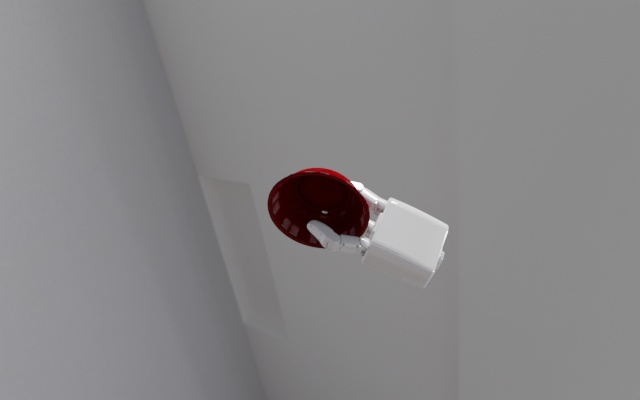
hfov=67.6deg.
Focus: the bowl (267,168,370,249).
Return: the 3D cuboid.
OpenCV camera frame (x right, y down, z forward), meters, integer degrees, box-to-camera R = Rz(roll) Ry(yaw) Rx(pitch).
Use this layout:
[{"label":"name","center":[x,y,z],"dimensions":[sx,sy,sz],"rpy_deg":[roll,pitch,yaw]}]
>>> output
[{"label":"bowl","center":[-0.001,0.002,0.758],"dimensions":[0.162,0.162,0.055],"rpy_deg":[0,42,12]}]
